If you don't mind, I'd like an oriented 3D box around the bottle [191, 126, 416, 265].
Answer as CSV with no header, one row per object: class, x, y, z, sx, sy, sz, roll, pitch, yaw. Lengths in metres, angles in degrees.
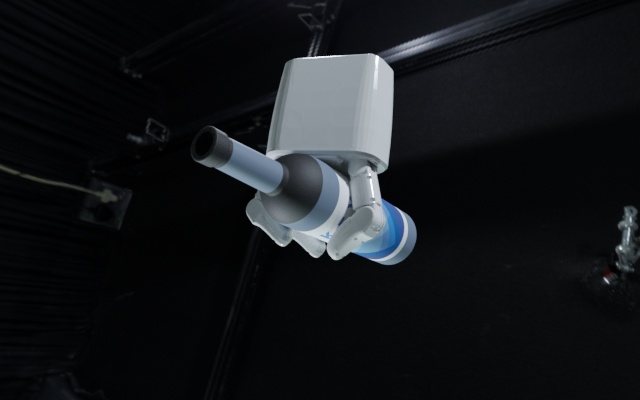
bottle,0.000,0.002,0.452,0.069,0.069,0.296,0,-17,36
